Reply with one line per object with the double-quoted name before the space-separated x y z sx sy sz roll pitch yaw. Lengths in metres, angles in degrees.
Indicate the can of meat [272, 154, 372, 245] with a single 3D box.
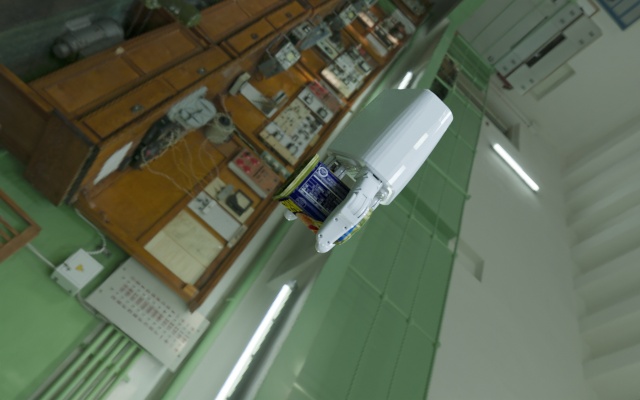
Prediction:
"can of meat" 0.000 0.002 0.523 0.084 0.057 0.102 42 -11 -8
